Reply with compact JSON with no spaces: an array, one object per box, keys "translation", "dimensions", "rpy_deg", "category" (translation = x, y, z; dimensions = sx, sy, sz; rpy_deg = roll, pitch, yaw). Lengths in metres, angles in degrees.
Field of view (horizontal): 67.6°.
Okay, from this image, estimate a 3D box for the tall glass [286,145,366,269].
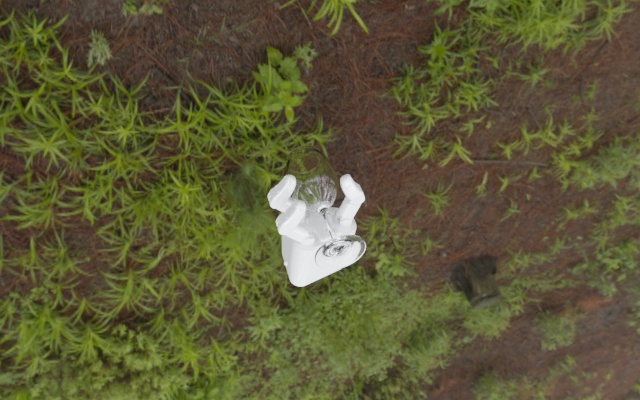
[{"translation":[0.000,0.003,0.720],"dimensions":[0.079,0.201,0.079],"rpy_deg":[-12,-41,-11],"category":"tall glass"}]
